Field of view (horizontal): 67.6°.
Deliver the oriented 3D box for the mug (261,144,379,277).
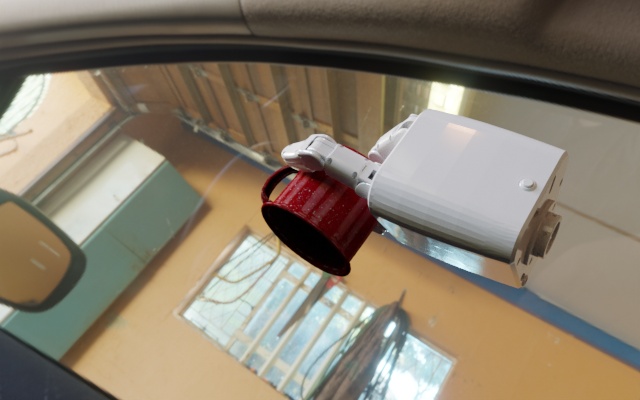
[{"bbox_3d":[-0.001,0.001,0.423,0.117,0.081,0.093,24,-26,32],"label":"mug"}]
